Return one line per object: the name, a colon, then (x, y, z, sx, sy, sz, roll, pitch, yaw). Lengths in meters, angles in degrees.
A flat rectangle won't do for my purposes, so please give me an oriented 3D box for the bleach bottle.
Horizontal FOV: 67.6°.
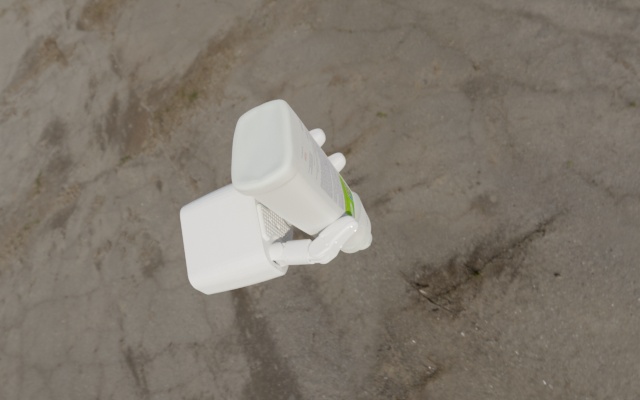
bleach bottle: (0.000, 0.002, 0.537, 0.068, 0.102, 0.251, -18, -35, 20)
